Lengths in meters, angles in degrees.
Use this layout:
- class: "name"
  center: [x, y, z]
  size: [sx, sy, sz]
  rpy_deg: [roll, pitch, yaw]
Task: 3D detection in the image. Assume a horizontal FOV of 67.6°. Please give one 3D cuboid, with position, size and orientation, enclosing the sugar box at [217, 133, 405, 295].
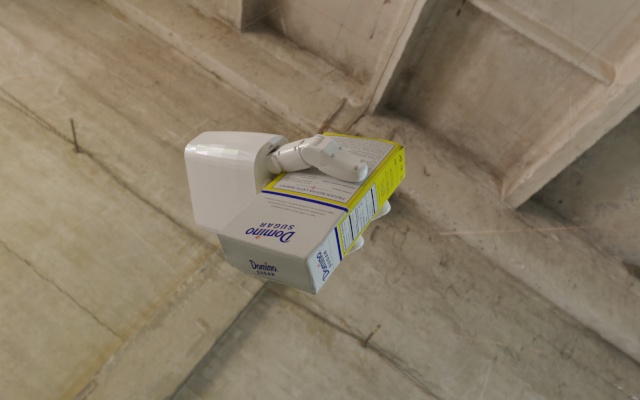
- class: "sugar box"
  center: [0.000, 0.002, 0.434]
  size: [0.093, 0.048, 0.176]
  rpy_deg: [13, 44, 31]
